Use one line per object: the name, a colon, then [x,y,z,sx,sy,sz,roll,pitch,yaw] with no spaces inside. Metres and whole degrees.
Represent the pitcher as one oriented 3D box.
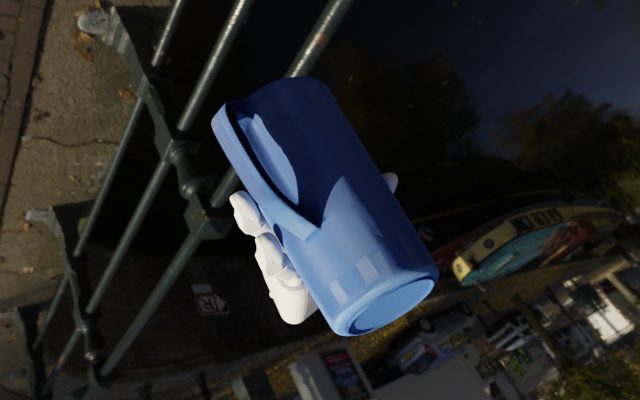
pitcher: [0.000,0.002,0.464,0.149,0.242,0.145,-21,-31,-18]
